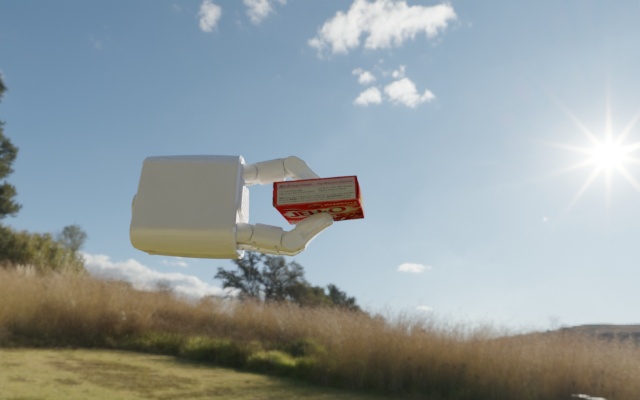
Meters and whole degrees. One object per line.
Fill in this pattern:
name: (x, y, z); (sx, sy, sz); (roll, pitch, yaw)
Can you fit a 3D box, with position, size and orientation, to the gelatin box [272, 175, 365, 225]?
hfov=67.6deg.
gelatin box: (0.000, 0.001, 0.510); (0.089, 0.030, 0.073); (-5, -18, 8)
